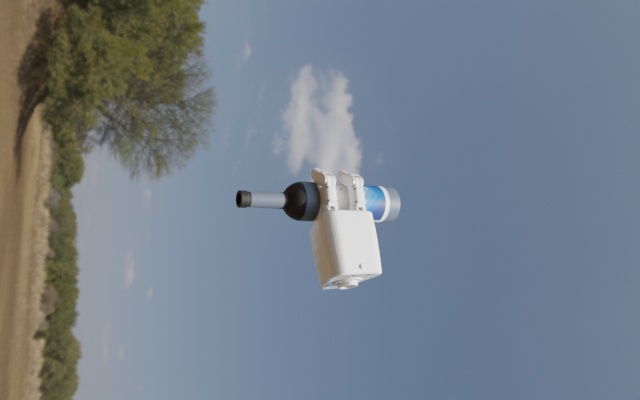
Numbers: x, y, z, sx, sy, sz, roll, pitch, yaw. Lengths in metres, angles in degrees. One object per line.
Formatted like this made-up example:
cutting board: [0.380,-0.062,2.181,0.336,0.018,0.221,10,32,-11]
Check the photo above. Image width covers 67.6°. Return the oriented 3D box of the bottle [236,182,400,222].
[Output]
bottle: [0.000,0.003,0.817,0.296,0.069,0.069,2,-1,-29]
